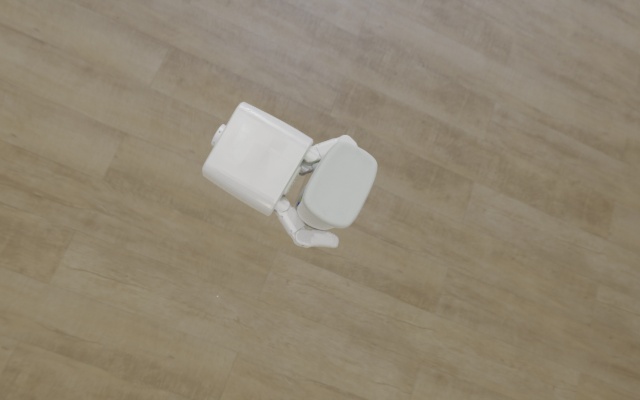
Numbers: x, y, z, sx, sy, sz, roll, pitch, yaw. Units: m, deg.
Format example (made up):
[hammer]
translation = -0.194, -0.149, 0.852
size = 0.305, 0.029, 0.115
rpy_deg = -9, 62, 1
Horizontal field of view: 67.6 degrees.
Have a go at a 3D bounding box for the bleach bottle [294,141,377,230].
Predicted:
[bleach bottle]
translation = 0.000, 0.002, 0.659
size = 0.068, 0.102, 0.251
rpy_deg = 30, -16, -5
